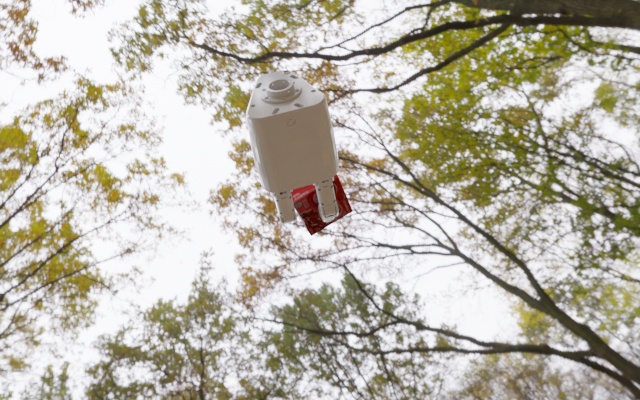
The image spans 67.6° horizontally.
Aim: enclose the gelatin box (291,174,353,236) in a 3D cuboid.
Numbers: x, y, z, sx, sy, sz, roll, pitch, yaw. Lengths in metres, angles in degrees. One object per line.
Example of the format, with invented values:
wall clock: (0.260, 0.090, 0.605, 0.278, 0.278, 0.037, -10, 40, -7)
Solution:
gelatin box: (0.000, 0.002, 0.677, 0.073, 0.030, 0.089, -31, -38, -4)
